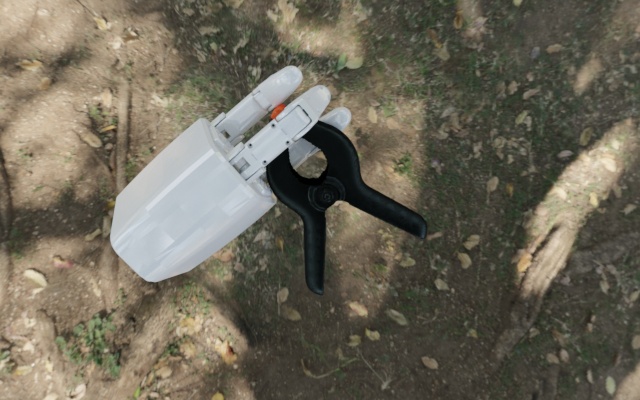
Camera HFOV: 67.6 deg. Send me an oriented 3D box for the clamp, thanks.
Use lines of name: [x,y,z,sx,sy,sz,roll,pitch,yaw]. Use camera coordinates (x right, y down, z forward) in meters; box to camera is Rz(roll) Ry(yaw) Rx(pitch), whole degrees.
clamp: [0.000,0.001,0.413,0.120,0.171,0.039,-40,13,3]
